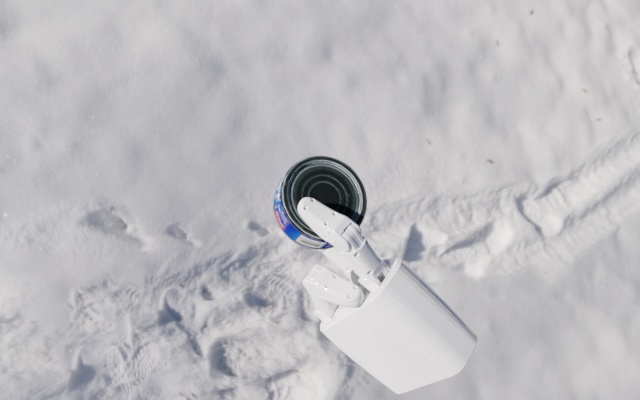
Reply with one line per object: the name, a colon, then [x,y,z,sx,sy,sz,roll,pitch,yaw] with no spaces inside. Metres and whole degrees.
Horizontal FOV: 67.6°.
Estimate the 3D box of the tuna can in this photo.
tuna can: [0.000,0.001,0.452,0.086,0.086,0.034,0,-18,-18]
